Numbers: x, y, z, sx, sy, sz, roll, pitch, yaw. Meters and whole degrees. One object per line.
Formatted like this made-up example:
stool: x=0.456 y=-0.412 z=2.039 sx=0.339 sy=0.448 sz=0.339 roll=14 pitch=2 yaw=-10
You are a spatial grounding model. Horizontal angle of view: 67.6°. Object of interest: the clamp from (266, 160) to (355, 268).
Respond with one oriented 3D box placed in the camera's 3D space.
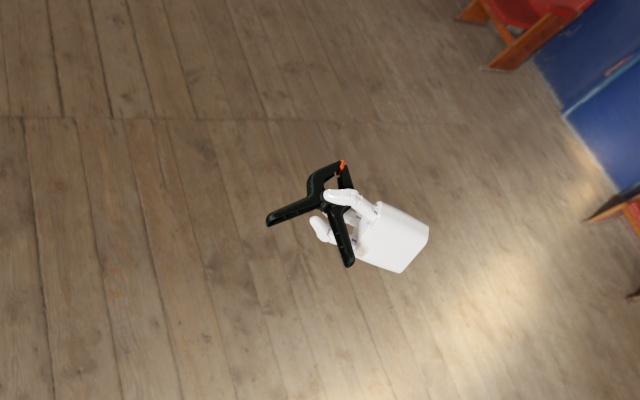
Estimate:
clamp: x=0.001 y=0.002 z=0.845 sx=0.164 sy=0.209 sz=0.036 roll=24 pitch=-39 yaw=-12
